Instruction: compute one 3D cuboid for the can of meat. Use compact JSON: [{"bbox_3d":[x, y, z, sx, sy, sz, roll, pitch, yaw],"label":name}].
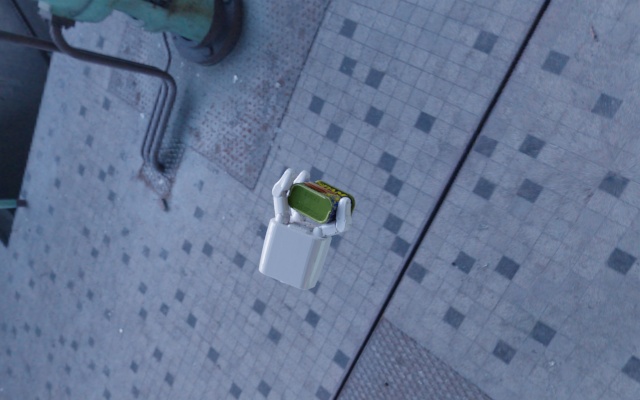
[{"bbox_3d":[0.000,0.003,0.891,0.102,0.057,0.084,27,16,28],"label":"can of meat"}]
